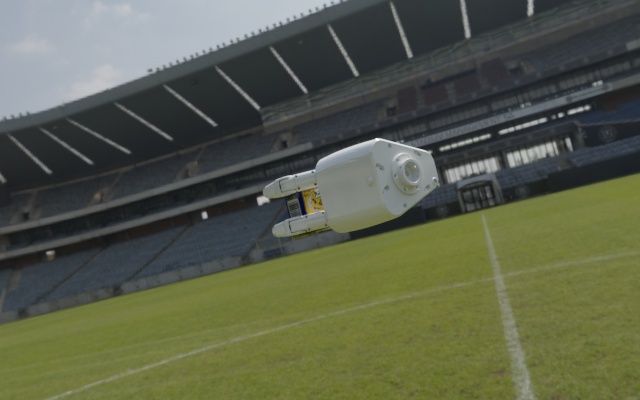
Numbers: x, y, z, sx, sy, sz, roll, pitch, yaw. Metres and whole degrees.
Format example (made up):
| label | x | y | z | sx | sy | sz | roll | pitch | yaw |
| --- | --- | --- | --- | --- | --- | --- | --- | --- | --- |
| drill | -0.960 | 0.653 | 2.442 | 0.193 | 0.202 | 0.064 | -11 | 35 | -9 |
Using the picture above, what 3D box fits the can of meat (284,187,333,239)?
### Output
| label | x | y | z | sx | sy | sz | roll | pitch | yaw |
| --- | --- | --- | --- | --- | --- | --- | --- | --- | --- |
| can of meat | 0.000 | 0.002 | 0.672 | 0.102 | 0.084 | 0.057 | -12 | -3 | -33 |
